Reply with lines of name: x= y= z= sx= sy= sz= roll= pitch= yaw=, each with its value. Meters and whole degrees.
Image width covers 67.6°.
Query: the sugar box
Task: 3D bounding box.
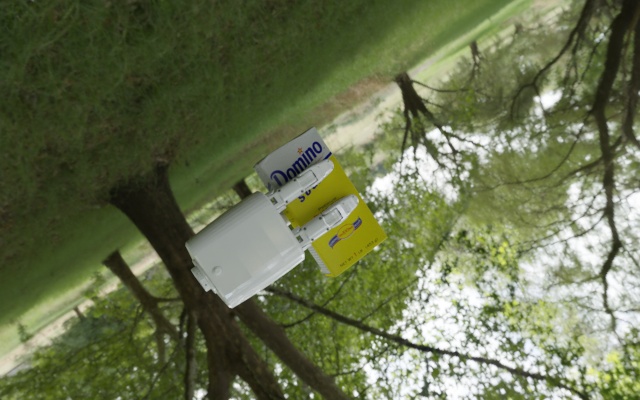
sugar box: x=0.000 y=0.002 z=0.624 sx=0.093 sy=0.176 sz=0.048 roll=-35 pitch=5 yaw=-17
